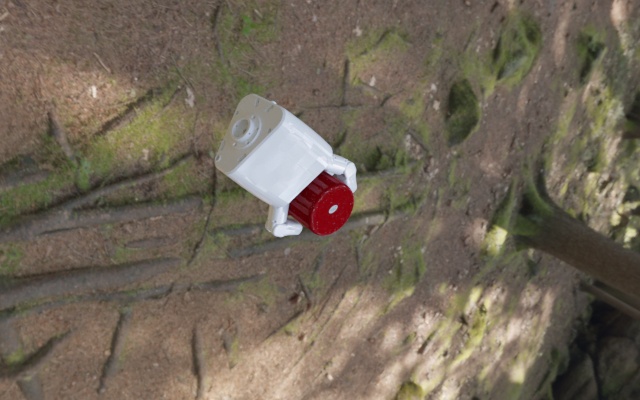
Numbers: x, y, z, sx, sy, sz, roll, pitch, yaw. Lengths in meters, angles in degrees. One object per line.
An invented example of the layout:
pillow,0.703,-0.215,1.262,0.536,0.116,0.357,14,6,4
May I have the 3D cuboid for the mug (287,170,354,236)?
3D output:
mug,0.001,0.003,0.695,0.081,0.093,0.117,35,1,41
